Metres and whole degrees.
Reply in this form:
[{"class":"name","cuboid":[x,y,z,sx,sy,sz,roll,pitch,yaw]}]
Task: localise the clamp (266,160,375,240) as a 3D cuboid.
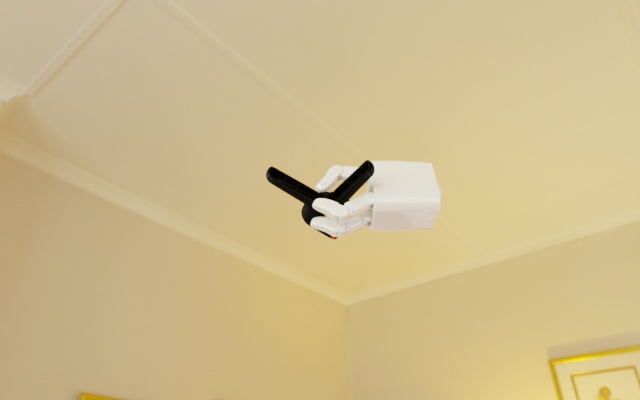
[{"class":"clamp","cuboid":[0.000,0.002,0.793,0.164,0.036,0.210,1,-33,2]}]
